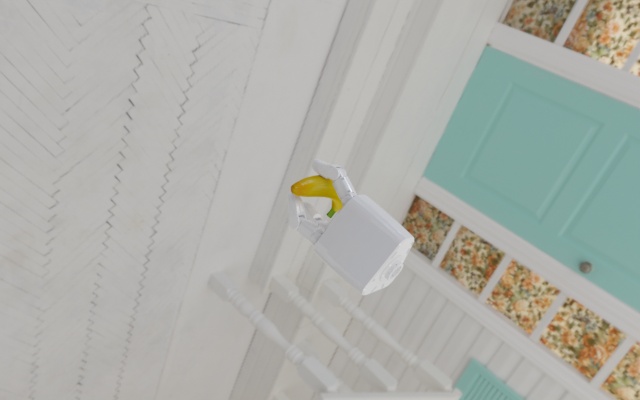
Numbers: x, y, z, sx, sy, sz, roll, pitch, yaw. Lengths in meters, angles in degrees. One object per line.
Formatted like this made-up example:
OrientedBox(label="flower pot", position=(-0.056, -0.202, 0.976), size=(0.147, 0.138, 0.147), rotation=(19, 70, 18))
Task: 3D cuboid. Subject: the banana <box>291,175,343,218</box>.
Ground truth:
OrientedBox(label="banana", position=(0.014, -0.010, 0.808), size=(0.037, 0.069, 0.198), rotation=(45, 3, 25))
